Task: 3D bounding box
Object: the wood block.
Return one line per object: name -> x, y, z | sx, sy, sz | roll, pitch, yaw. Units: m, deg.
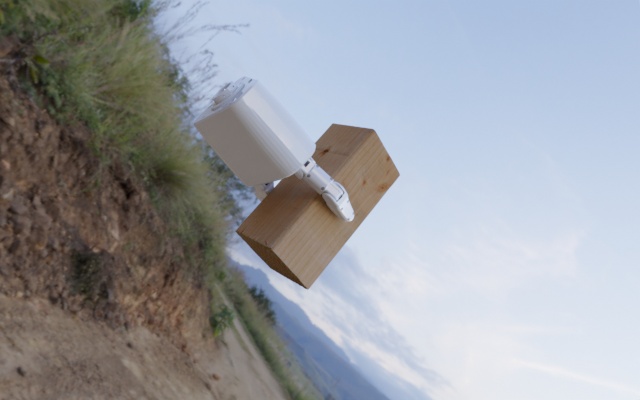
wood block -> 0.000, 0.002, 0.639 | 0.091, 0.206, 0.090 | 19, -28, 49
